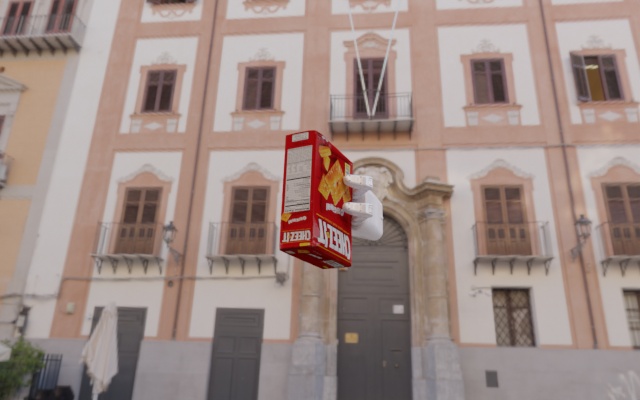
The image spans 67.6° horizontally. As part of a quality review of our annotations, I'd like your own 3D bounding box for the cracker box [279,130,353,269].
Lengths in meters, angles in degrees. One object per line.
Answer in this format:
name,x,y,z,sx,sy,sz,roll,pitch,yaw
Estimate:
cracker box,0.000,0.003,0.867,0.072,0.213,0.164,-9,-22,26
